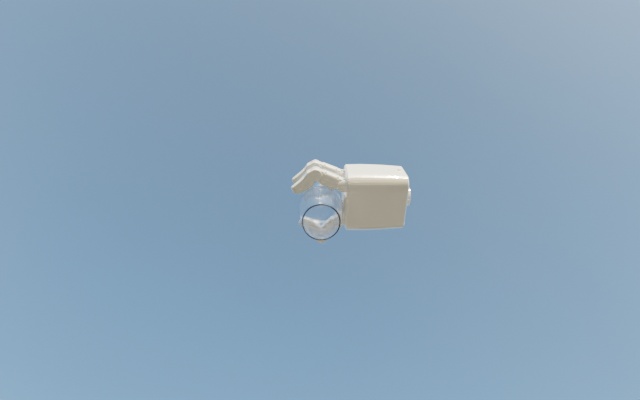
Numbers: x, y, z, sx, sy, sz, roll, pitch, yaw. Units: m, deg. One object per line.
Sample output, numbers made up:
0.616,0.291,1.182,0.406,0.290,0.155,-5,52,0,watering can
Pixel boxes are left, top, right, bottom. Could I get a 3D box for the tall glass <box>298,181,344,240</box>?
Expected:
0.000,0.003,0.848,0.079,0.079,0.201,0,19,0,tall glass
